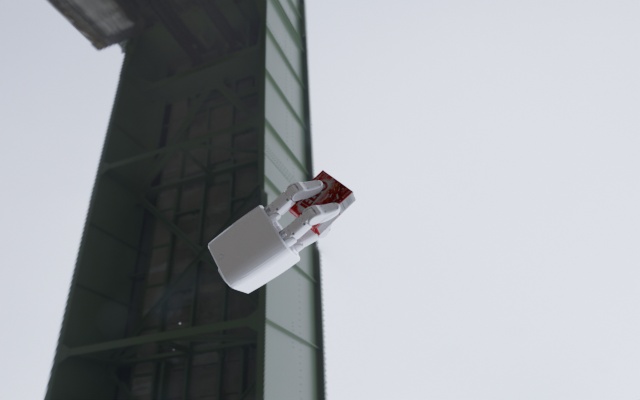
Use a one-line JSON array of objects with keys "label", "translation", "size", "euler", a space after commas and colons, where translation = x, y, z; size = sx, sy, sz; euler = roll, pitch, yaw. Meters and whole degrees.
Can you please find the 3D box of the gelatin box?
[{"label": "gelatin box", "translation": [0.000, 0.003, 0.775], "size": [0.073, 0.089, 0.030], "euler": [38, -17, 33]}]
